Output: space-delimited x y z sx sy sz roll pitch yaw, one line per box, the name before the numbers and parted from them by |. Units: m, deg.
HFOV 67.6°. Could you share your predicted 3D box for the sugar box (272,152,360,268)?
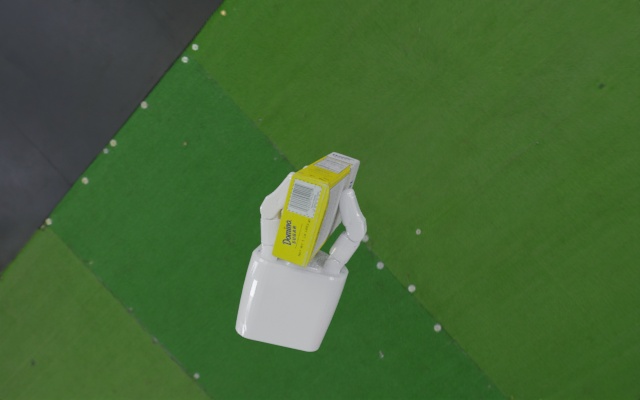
sugar box | 0.000 0.002 0.556 0.048 0.093 0.176 19 16 7
